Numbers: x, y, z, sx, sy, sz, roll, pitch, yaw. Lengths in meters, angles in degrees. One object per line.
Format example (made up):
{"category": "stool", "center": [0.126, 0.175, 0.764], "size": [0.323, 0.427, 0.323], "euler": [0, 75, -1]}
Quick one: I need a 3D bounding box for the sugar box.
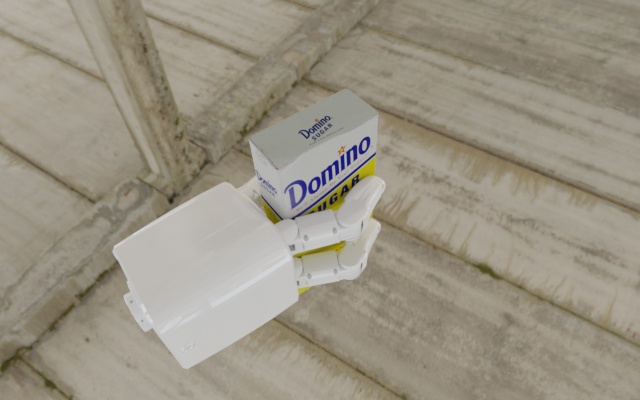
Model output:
{"category": "sugar box", "center": [0.000, 0.002, 0.409], "size": [0.093, 0.048, 0.176], "euler": [-31, -33, -20]}
